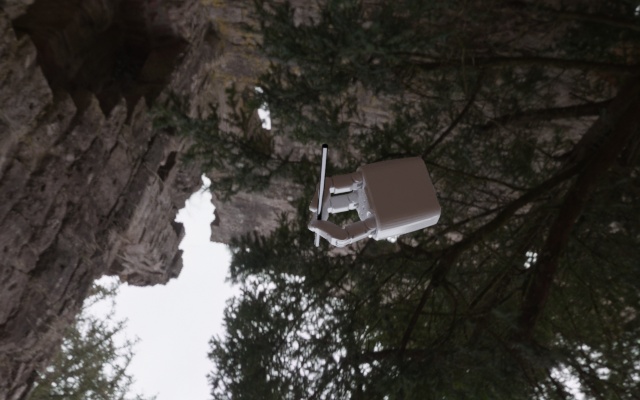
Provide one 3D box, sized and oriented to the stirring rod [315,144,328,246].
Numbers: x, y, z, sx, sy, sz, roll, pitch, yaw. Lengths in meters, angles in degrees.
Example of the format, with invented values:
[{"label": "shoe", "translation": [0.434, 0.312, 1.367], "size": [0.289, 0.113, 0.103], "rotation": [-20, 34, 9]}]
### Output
[{"label": "stirring rod", "translation": [0.000, 0.002, 0.690], "size": [0.011, 0.011, 0.240], "rotation": [0, -35, -3]}]
